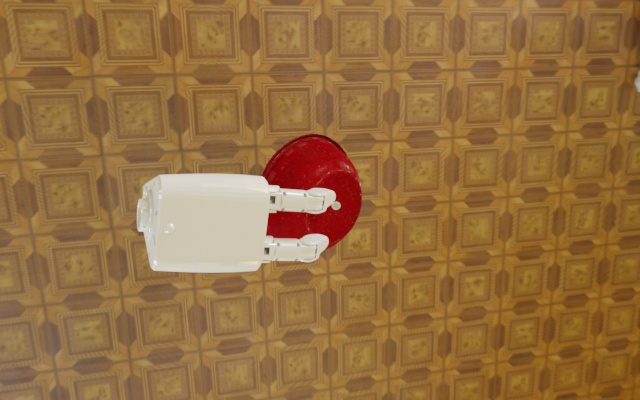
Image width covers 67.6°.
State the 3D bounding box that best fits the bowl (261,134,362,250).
[{"bbox_3d":[0.001,0.002,0.589,0.162,0.162,0.055,0,14,-43],"label":"bowl"}]
